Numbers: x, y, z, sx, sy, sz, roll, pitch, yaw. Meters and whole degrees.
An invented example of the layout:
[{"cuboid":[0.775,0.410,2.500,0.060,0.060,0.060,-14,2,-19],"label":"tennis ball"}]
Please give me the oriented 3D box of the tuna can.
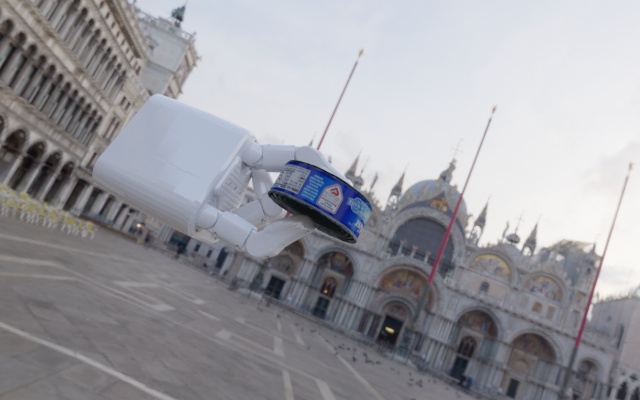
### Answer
[{"cuboid":[0.000,0.001,0.406,0.086,0.033,0.086,28,-11,6],"label":"tuna can"}]
